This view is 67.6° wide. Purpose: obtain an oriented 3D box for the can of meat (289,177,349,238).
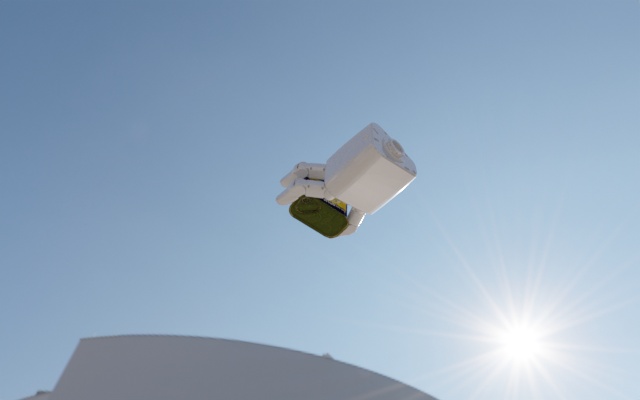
[{"bbox_3d":[0.000,0.003,0.825,0.102,0.084,0.057,32,-56,-19],"label":"can of meat"}]
